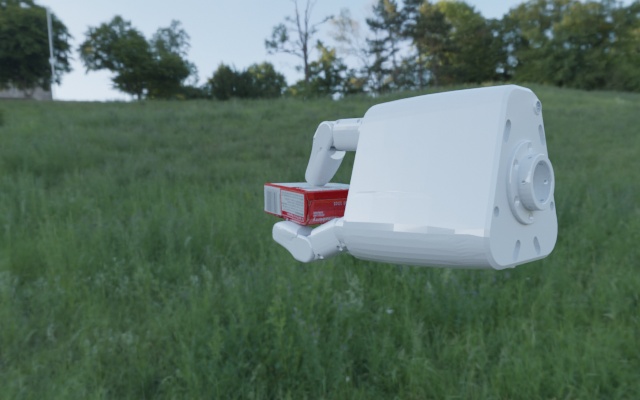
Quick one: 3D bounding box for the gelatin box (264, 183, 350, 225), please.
[{"bbox_3d":[0.000,0.001,0.422,0.073,0.030,0.089,-2,7,-29],"label":"gelatin box"}]
